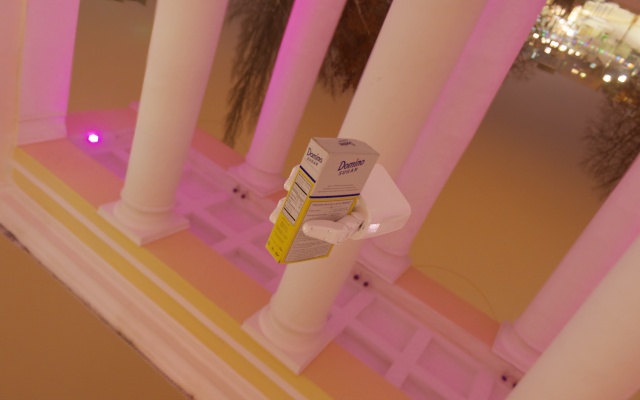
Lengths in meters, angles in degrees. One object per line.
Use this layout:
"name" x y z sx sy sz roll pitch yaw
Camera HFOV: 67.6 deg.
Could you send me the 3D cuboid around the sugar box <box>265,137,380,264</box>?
"sugar box" 0.000 0.002 0.629 0.093 0.176 0.048 -3 37 -43
